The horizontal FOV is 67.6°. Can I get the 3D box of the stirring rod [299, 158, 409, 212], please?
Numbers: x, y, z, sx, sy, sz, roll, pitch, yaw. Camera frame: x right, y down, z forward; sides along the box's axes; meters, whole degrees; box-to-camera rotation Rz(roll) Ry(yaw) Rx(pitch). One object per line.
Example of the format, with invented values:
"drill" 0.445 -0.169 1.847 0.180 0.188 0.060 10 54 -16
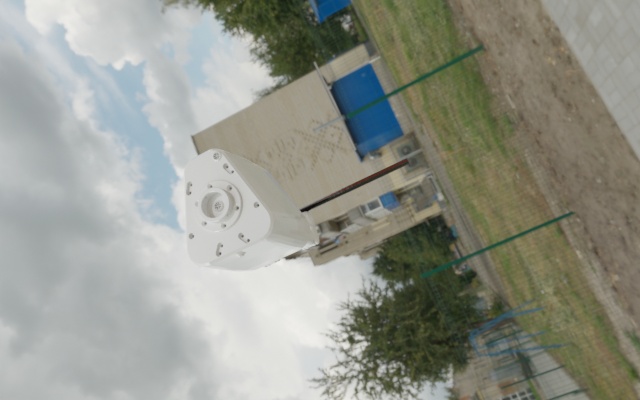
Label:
"stirring rod" 0.000 0.002 0.605 0.239 0.011 0.011 -25 -5 11
